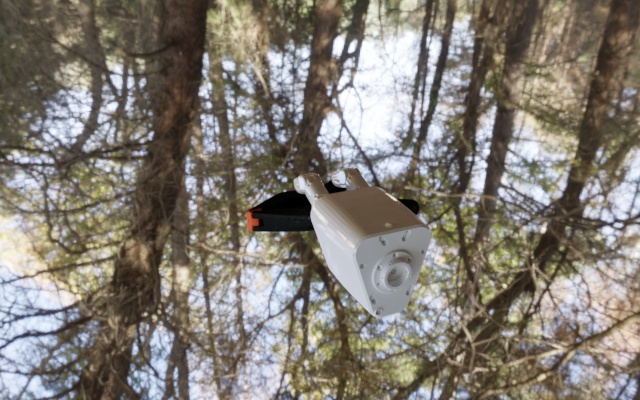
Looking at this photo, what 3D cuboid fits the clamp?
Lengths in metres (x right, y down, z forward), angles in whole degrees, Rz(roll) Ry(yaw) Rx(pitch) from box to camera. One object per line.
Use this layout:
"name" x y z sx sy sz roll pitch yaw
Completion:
"clamp" 0.000 0.003 0.635 0.210 0.036 0.164 -10 22 -20
